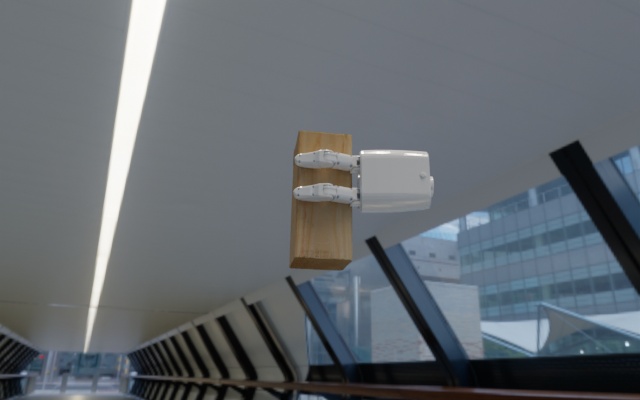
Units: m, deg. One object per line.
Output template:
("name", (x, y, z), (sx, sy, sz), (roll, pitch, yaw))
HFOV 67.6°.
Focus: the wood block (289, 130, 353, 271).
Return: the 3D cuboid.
("wood block", (0.000, 0.003, 0.773), (0.090, 0.206, 0.091), (4, -19, -7))
